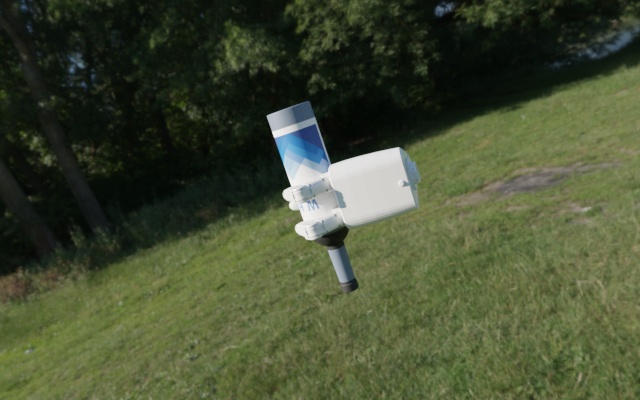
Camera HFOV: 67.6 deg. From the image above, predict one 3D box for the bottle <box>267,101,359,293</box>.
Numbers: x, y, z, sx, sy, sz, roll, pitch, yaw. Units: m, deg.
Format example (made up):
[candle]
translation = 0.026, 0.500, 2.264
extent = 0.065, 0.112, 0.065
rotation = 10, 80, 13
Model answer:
[bottle]
translation = 0.000, 0.002, 0.724
extent = 0.069, 0.296, 0.069
rotation = -18, 11, 4
